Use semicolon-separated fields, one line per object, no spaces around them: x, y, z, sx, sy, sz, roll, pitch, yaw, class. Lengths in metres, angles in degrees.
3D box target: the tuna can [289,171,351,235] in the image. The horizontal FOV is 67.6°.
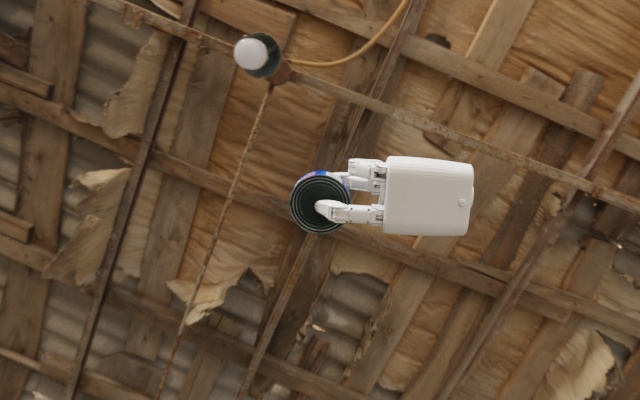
0.000;0.002;0.671;0.086;0.086;0.033;0;15;3;tuna can
